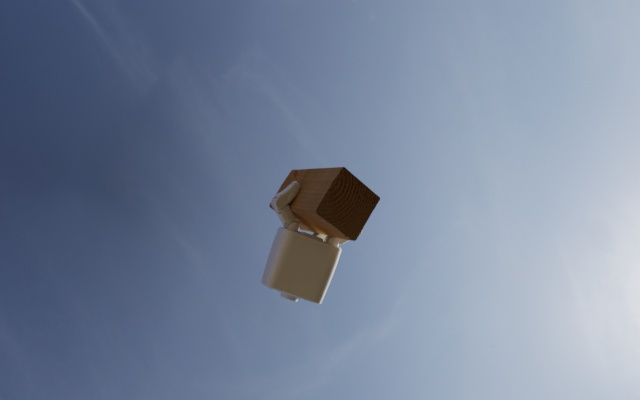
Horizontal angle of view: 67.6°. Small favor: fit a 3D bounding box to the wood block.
[{"bbox_3d":[0.000,0.003,0.854,0.091,0.090,0.206,38,-14,-23],"label":"wood block"}]
